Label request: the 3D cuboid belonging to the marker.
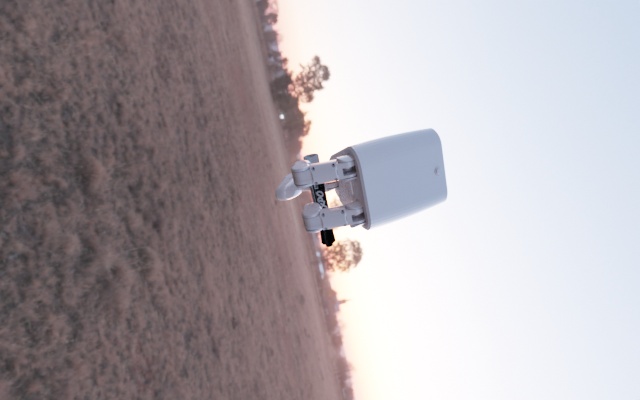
[{"bbox_3d":[0.000,0.002,0.590,0.020,0.121,0.020,-11,19,4],"label":"marker"}]
